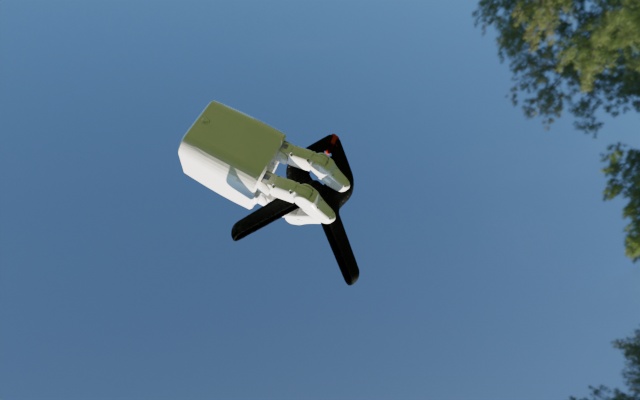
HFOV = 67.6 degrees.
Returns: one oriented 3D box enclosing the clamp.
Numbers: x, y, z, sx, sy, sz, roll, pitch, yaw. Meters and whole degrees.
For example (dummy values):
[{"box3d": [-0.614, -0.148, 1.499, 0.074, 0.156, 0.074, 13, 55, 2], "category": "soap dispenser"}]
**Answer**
[{"box3d": [0.000, 0.002, 0.627, 0.164, 0.210, 0.036, 29, -34, -5], "category": "clamp"}]
